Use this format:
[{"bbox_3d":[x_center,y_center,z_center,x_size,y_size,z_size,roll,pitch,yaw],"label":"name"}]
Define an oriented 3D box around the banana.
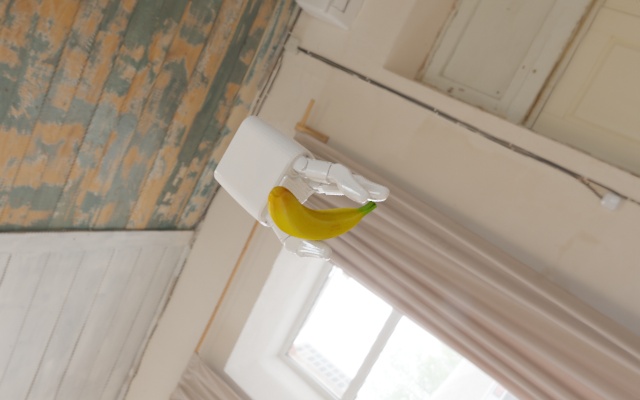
[{"bbox_3d":[-0.008,0.017,0.558,0.037,0.070,0.198,43,20,28],"label":"banana"}]
